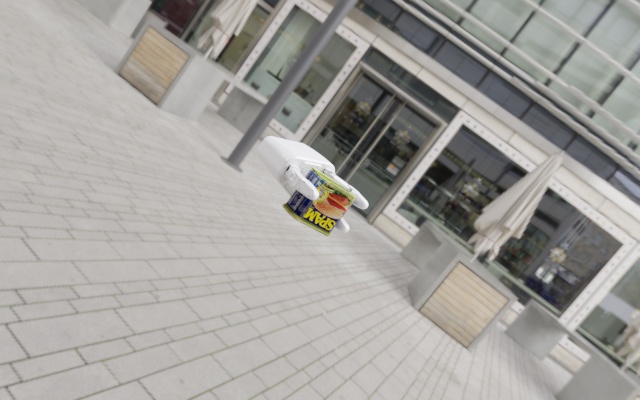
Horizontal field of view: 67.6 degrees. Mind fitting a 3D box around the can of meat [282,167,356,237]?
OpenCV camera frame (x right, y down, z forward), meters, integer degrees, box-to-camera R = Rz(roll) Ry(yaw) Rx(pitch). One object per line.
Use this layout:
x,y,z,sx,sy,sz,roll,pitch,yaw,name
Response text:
0.000,0.002,0.818,0.102,0.084,0.057,30,9,-40,can of meat
